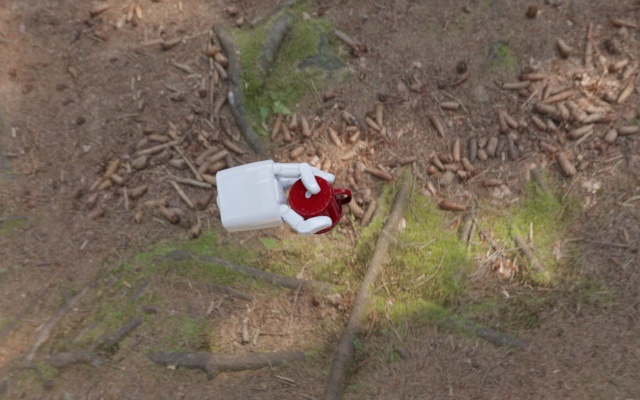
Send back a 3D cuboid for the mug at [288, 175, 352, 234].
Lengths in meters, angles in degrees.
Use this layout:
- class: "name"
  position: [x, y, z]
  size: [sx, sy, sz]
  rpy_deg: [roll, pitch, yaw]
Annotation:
- class: "mug"
  position: [0.002, 0.003, 0.873]
  size: [0.117, 0.093, 0.081]
  rpy_deg: [-12, -25, 6]
